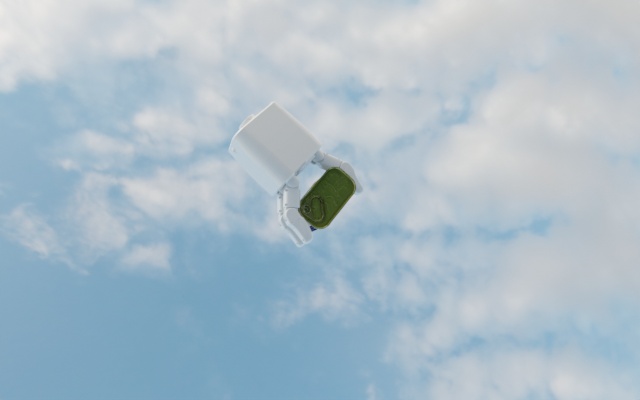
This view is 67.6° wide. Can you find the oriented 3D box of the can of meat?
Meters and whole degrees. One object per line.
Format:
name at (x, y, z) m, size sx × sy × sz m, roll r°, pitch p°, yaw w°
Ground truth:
can of meat at (0.000, 0.003, 0.774) m, size 0.057 × 0.102 × 0.084 m, roll 41°, pitch -19°, yaw -6°
